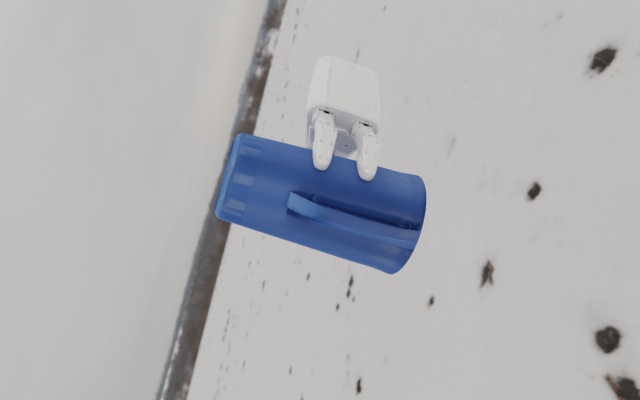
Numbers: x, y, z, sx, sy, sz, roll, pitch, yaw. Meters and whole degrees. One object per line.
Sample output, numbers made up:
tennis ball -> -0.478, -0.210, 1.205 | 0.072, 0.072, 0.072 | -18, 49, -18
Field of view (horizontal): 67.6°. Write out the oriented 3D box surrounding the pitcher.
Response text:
pitcher -> 0.000, 0.002, 0.587 | 0.243, 0.145, 0.149 | 16, -36, -12
